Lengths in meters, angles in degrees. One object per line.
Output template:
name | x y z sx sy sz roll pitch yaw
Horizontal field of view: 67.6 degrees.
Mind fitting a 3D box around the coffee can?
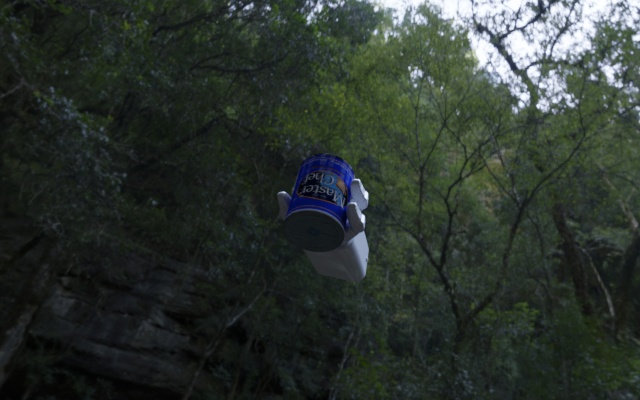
coffee can | 0.000 0.003 0.822 0.103 0.140 0.103 7 -43 7
